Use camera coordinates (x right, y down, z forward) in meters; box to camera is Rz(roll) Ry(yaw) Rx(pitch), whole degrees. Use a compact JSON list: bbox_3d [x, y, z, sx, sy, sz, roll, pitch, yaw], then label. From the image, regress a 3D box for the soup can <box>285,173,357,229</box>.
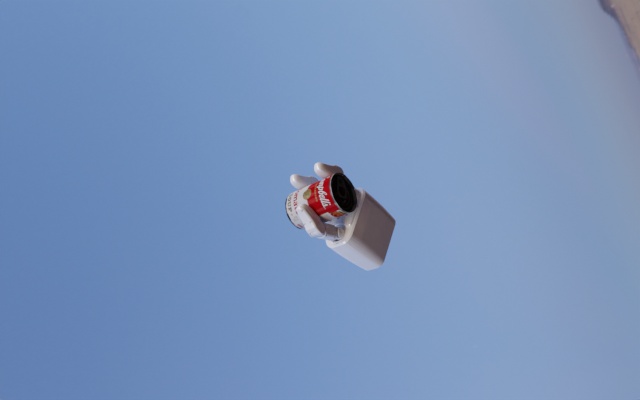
[{"bbox_3d":[0.000,0.003,0.789,0.102,0.068,0.068,-22,-13,36],"label":"soup can"}]
